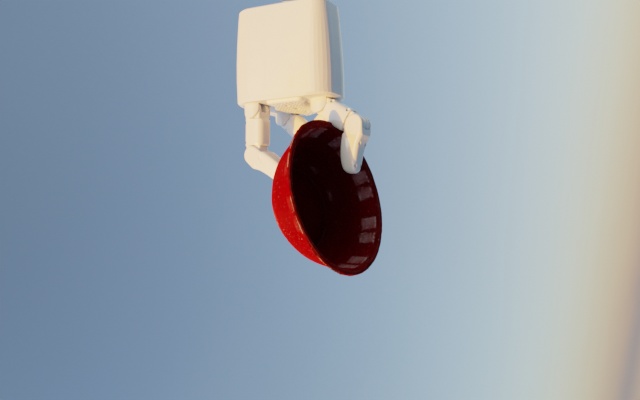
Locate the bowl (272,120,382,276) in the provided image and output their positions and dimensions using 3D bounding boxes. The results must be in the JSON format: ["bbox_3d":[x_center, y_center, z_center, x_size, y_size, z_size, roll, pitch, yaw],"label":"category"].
[{"bbox_3d":[0.000,0.003,0.494,0.055,0.162,0.162,-17,-10,34],"label":"bowl"}]
